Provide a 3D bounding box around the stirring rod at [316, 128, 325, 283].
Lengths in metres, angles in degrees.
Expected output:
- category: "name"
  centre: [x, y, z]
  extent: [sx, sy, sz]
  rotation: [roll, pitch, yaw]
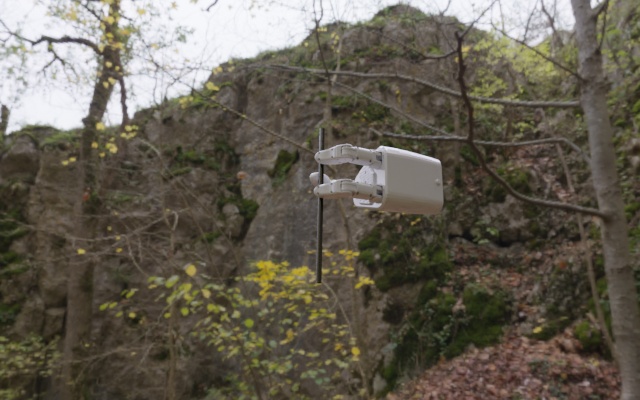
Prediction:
- category: "stirring rod"
  centre: [0.000, 0.002, 0.713]
  extent: [0.011, 0.239, 0.011]
  rotation: [1, -17, 0]
